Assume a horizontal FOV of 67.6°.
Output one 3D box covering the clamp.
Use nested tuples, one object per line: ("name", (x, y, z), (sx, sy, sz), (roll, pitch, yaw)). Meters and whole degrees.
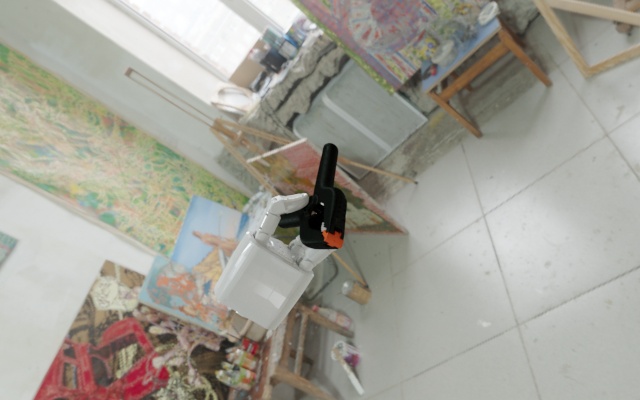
("clamp", (-0.001, 0.002, 0.708), (0.036, 0.164, 0.210), (27, 8, -23))
